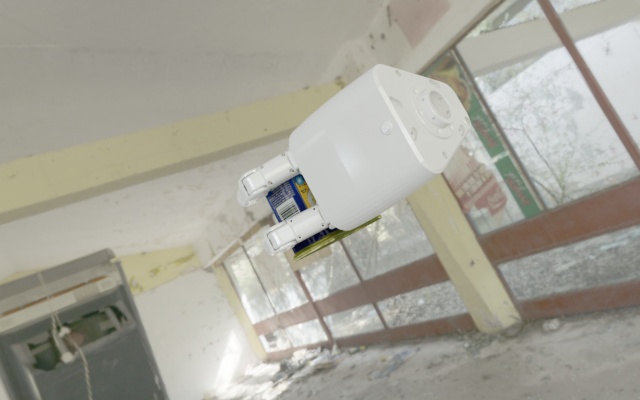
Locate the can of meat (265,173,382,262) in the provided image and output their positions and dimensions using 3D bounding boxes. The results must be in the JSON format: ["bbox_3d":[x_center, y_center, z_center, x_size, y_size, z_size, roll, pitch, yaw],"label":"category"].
[{"bbox_3d":[0.000,0.001,0.474,0.102,0.084,0.057,-21,-9,-44],"label":"can of meat"}]
